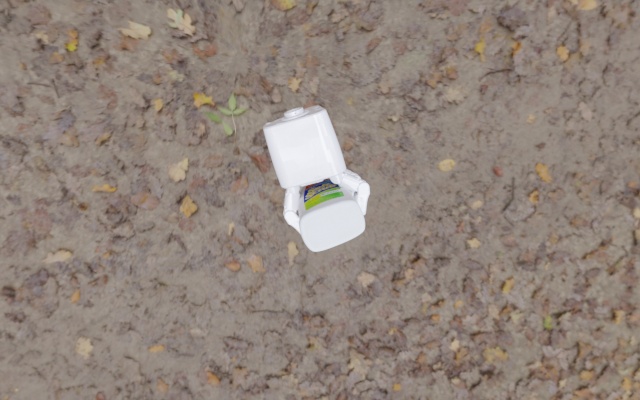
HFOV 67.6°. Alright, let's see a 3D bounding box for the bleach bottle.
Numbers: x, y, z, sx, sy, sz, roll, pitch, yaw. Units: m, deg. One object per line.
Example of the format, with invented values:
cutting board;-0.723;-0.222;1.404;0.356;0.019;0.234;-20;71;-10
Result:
bleach bottle;0.000;0.003;0.830;0.102;0.068;0.250;-20;19;-4
